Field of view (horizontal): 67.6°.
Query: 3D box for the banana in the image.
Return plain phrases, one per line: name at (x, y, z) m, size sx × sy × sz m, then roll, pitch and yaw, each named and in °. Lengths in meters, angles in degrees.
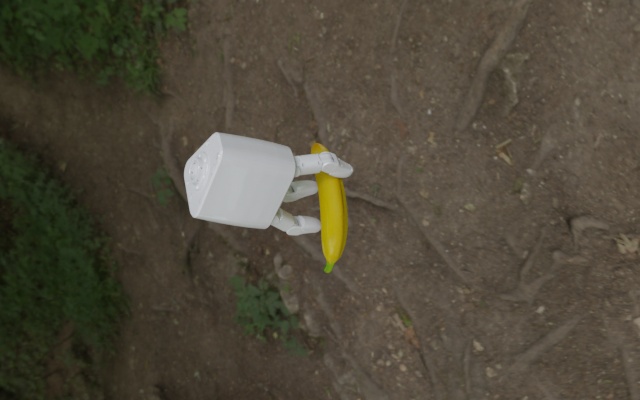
banana at (0.010, 0.001, 0.686) m, size 0.037 × 0.197 × 0.069 m, roll 5°, pitch -17°, yaw -31°
